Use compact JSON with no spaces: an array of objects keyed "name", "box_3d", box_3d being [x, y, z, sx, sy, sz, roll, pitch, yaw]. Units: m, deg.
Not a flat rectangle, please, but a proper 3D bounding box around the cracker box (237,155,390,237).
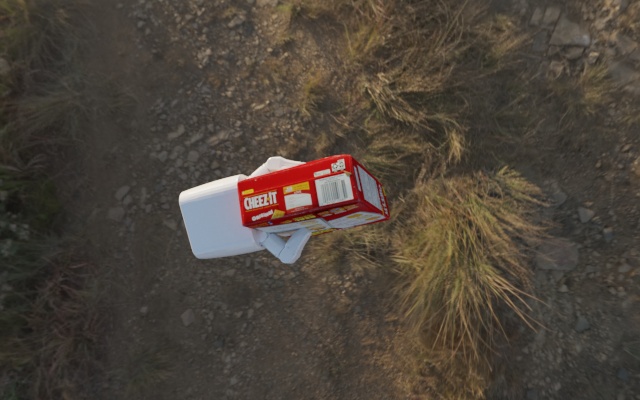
[{"name":"cracker box","box_3d":[0.000,0.002,0.707,0.164,0.072,0.214,-13,-12,16]}]
